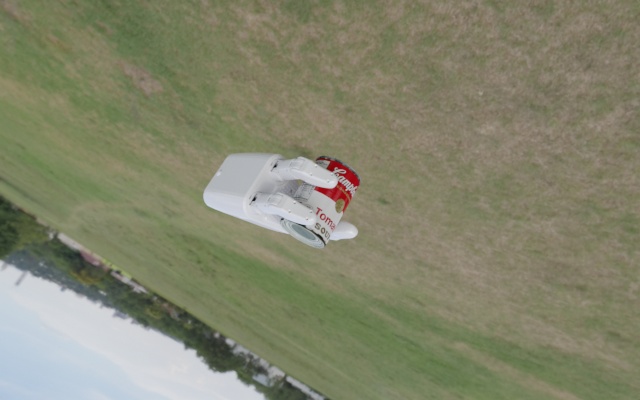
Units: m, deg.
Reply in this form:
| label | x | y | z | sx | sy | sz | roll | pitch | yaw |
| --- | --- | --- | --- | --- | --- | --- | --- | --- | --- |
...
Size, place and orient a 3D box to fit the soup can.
| label | x | y | z | sx | sy | sz | roll | pitch | yaw |
| --- | --- | --- | --- | --- | --- | --- | --- | --- | --- |
| soup can | 0.000 | 0.002 | 0.622 | 0.068 | 0.102 | 0.068 | 26 | -20 | 11 |
